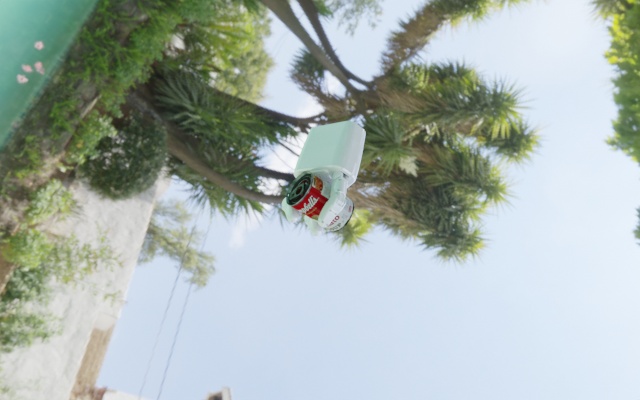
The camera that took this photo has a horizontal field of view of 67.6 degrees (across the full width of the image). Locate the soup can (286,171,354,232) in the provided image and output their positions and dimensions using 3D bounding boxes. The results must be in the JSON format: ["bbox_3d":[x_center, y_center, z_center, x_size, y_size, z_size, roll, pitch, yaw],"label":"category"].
[{"bbox_3d":[0.000,0.003,0.831,0.102,0.068,0.068,33,-17,-29],"label":"soup can"}]
